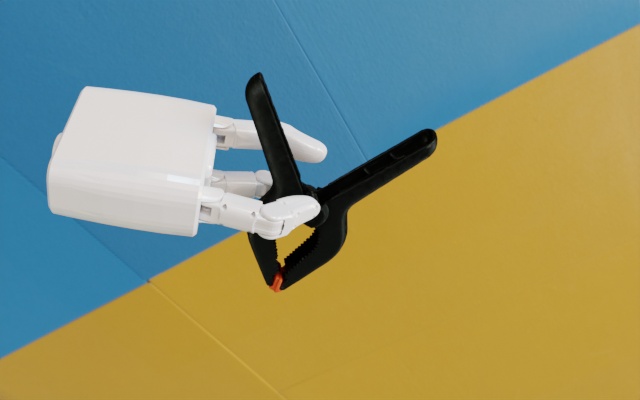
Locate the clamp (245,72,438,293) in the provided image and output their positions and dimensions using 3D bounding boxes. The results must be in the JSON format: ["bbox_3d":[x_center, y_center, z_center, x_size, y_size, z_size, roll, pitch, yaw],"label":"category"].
[{"bbox_3d":[0.000,0.002,0.428,0.164,0.210,0.036,9,33,-12],"label":"clamp"}]
